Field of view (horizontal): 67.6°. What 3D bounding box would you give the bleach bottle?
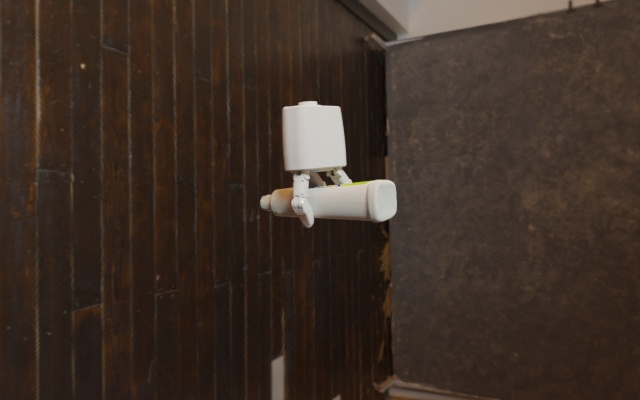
[{"bbox_3d":[0.000,0.003,0.841,0.251,0.068,0.102,-2,4,28],"label":"bleach bottle"}]
